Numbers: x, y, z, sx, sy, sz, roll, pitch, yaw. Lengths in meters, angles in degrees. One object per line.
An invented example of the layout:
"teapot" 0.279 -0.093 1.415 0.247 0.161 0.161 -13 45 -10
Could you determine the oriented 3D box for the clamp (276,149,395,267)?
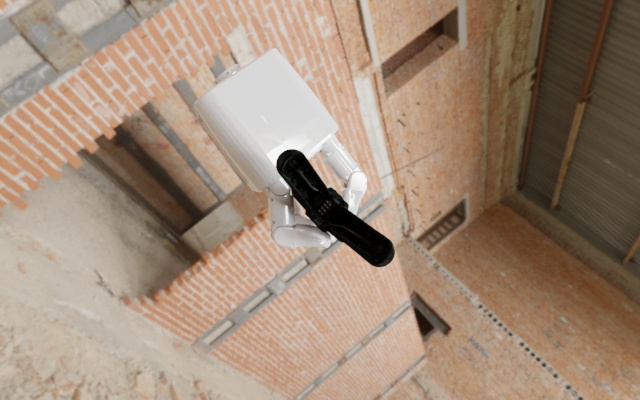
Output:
"clamp" 0.001 0.001 0.439 0.039 0.120 0.171 -40 10 -8
